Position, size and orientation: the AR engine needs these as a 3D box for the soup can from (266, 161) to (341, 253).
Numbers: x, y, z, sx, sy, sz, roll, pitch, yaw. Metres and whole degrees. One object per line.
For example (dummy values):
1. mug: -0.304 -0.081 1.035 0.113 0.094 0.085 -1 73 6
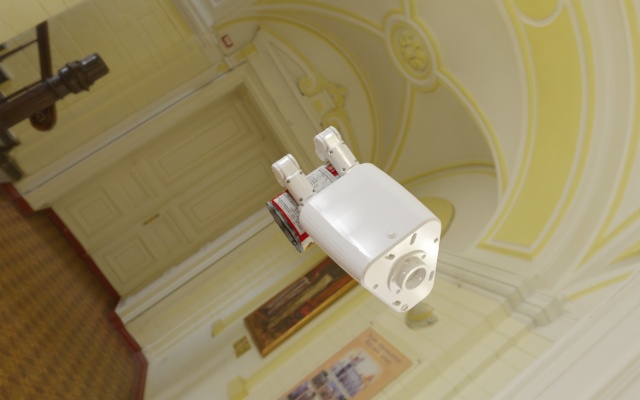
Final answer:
1. soup can: 0.000 0.001 0.534 0.102 0.068 0.068 -35 8 -11
